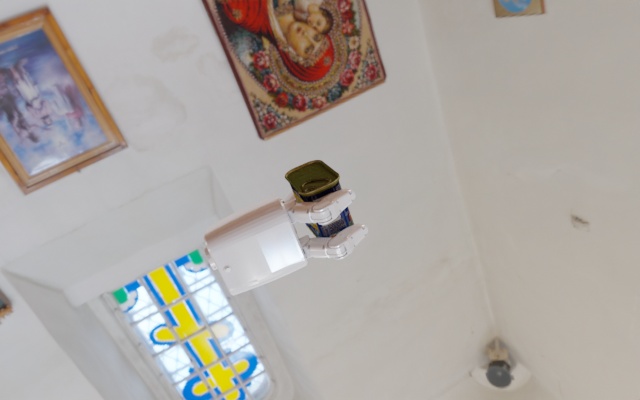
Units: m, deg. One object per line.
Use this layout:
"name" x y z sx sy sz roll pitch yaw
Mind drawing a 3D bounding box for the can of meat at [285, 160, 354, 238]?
"can of meat" 0.000 0.002 0.645 0.057 0.084 0.102 -25 25 -10
